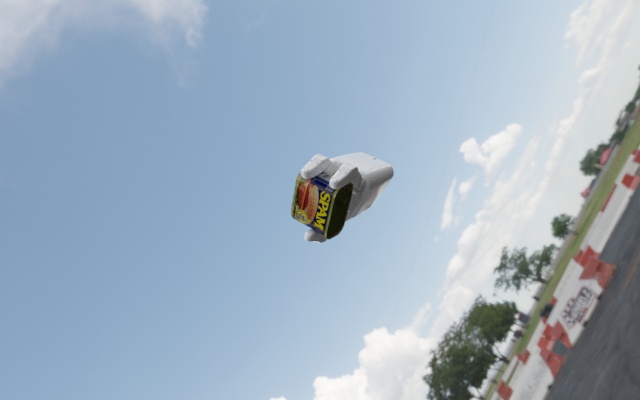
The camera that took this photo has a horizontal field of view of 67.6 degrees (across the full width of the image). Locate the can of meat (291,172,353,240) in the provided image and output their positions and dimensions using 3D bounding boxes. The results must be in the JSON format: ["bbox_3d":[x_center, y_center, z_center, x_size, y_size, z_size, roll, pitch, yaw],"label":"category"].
[{"bbox_3d":[0.000,0.003,0.824,0.084,0.102,0.057,27,30,27],"label":"can of meat"}]
